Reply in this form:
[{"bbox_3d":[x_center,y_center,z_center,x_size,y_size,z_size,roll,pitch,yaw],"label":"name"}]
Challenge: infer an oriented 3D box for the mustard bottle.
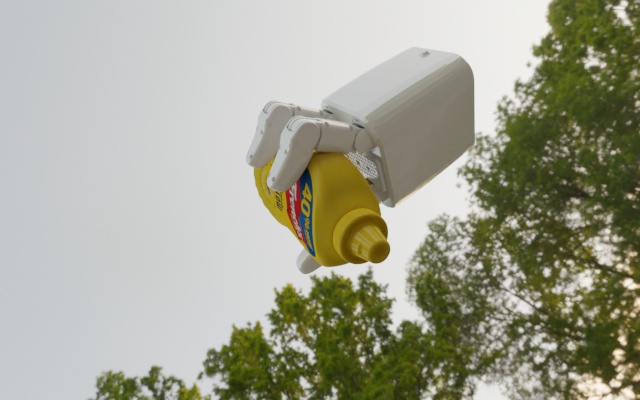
[{"bbox_3d":[0.000,0.001,0.404,0.058,0.096,0.191,-12,26,-23],"label":"mustard bottle"}]
